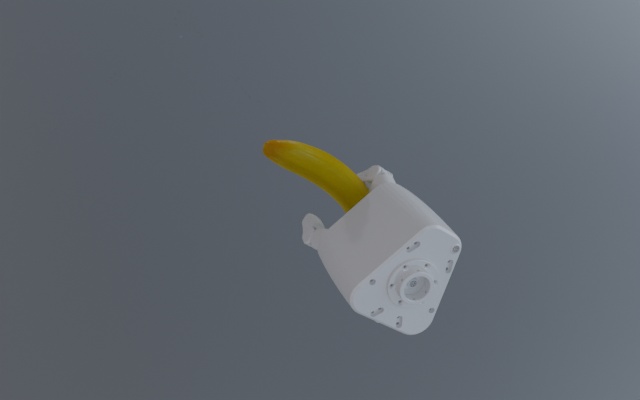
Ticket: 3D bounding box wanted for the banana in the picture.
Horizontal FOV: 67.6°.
[{"bbox_3d":[0.017,-0.007,0.551,0.069,0.198,0.037,-36,28,4],"label":"banana"}]
